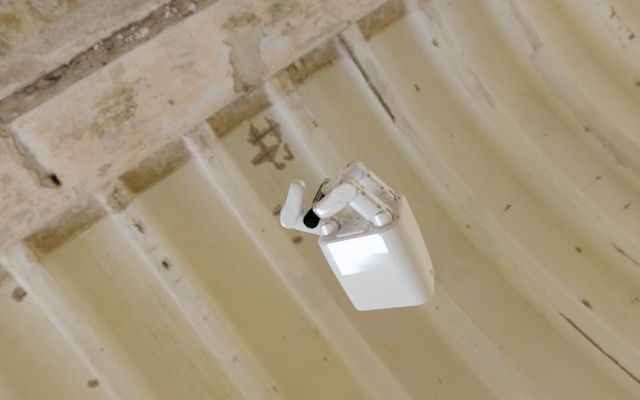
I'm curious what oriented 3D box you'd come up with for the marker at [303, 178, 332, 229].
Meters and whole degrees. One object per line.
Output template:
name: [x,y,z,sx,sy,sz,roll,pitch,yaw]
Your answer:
marker: [0.000,0.002,0.584,0.020,0.020,0.121,0,23,12]
